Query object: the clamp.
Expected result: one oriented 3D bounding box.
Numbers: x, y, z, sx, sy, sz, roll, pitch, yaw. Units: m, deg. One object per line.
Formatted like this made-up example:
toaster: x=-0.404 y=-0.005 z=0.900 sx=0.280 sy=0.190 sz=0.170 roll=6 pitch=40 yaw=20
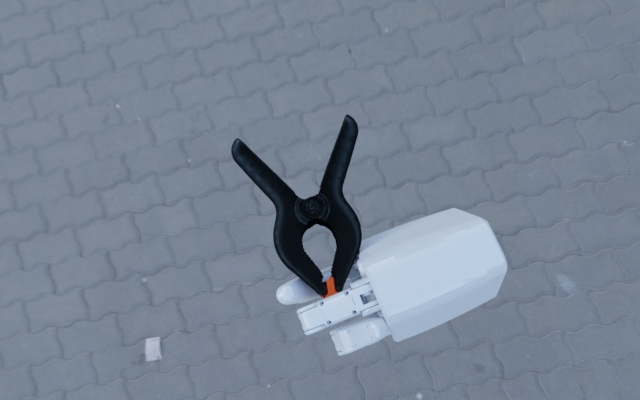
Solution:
clamp: x=0.000 y=0.001 z=0.435 sx=0.120 sy=0.171 sz=0.039 roll=-23 pitch=-10 yaw=1
